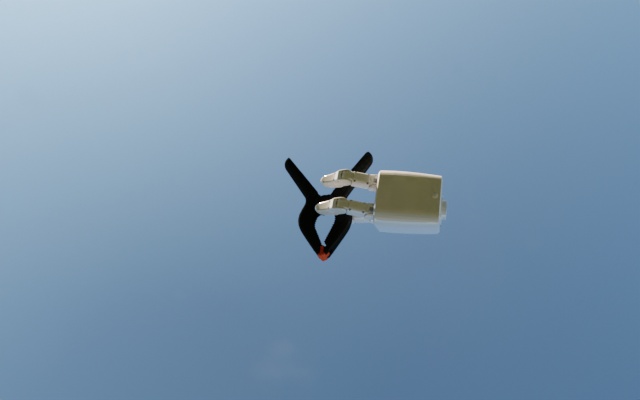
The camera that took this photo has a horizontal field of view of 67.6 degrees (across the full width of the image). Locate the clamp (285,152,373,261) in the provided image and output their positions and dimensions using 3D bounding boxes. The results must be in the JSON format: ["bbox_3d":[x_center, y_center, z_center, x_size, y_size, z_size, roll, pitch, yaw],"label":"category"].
[{"bbox_3d":[0.000,0.004,0.843,0.164,0.210,0.036,3,-27,16],"label":"clamp"}]
